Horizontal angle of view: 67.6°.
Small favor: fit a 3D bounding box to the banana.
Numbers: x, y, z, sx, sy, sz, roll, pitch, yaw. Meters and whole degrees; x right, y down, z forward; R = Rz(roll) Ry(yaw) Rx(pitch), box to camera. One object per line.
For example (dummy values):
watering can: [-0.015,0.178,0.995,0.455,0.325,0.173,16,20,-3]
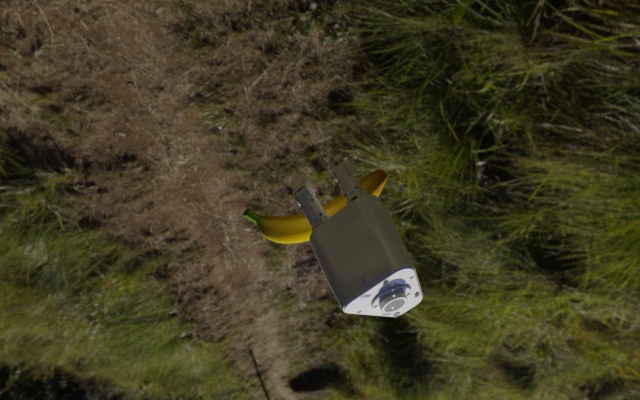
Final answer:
banana: [0.001,0.016,0.645,0.198,0.070,0.037,-18,41,0]
